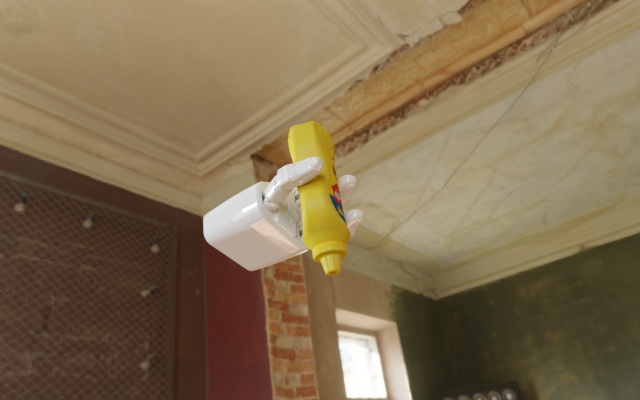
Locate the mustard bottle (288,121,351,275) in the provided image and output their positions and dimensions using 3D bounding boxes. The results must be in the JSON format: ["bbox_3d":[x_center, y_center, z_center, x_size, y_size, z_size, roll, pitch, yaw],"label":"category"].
[{"bbox_3d":[0.000,0.002,0.603,0.058,0.191,0.096,-13,-28,6],"label":"mustard bottle"}]
